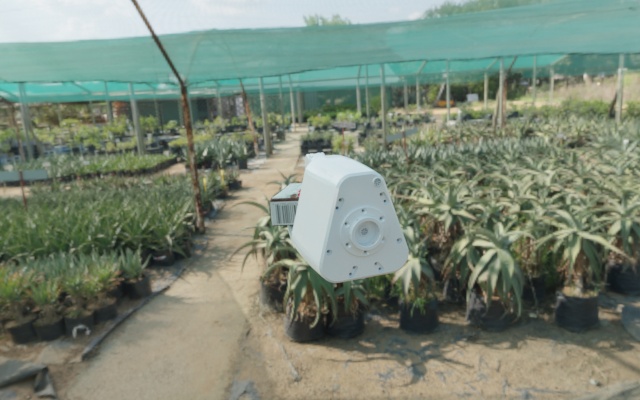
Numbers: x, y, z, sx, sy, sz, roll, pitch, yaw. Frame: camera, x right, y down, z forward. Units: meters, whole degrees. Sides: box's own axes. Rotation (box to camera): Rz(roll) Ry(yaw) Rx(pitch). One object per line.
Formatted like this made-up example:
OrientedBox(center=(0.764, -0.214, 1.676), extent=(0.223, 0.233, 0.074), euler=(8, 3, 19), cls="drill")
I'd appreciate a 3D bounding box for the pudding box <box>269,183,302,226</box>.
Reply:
OrientedBox(center=(0.000, 0.002, 0.621), extent=(0.113, 0.039, 0.090), euler=(-1, 14, 13), cls="pudding box")
